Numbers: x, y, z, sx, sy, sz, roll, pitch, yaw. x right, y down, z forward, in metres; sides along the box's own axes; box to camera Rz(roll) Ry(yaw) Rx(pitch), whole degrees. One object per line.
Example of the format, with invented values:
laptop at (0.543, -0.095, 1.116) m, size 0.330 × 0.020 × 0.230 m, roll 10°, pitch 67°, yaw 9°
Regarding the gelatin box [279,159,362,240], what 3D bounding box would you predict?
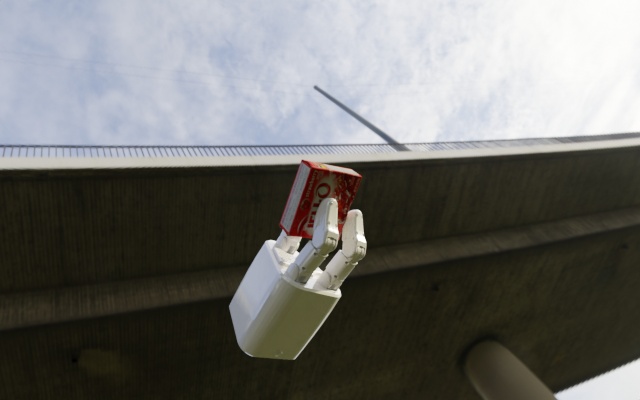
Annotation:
gelatin box at (0.000, 0.001, 0.564) m, size 0.073 × 0.089 × 0.030 m, roll 9°, pitch 19°, yaw -34°
